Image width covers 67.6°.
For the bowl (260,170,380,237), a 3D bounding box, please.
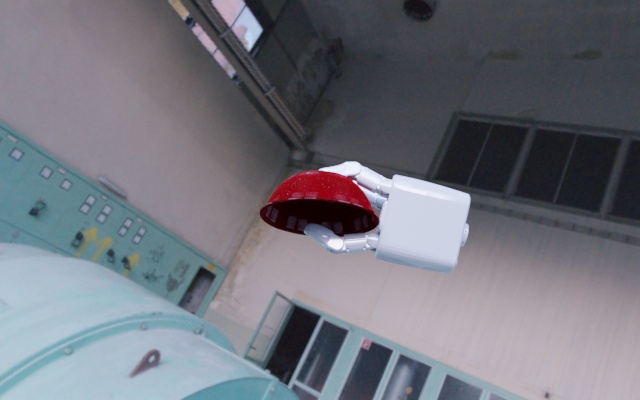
[{"bbox_3d":[-0.001,0.002,0.651,0.162,0.055,0.162,3,-20,1],"label":"bowl"}]
